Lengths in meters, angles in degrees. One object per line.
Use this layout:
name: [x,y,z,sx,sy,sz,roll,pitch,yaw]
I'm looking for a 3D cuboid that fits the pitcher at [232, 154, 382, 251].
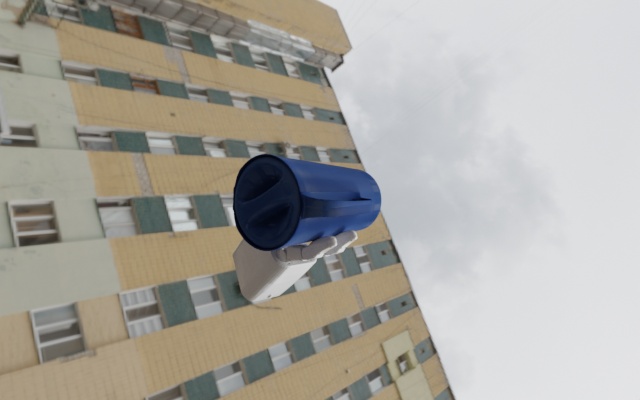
pitcher: [0.000,0.002,0.738,0.243,0.149,0.145,-2,-40,-52]
